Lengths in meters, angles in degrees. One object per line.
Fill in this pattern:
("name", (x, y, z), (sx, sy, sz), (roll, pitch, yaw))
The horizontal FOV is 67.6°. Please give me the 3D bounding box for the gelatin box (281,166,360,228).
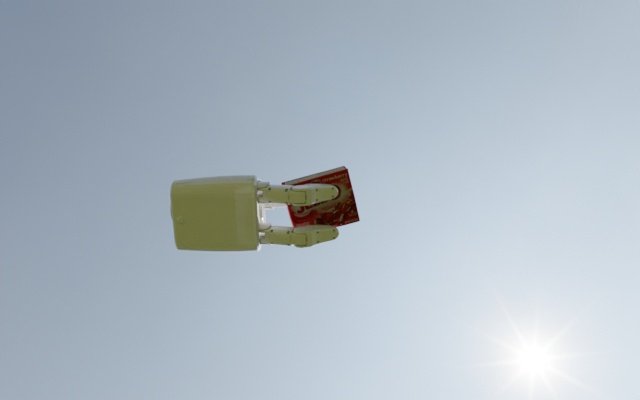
("gelatin box", (0.000, 0.002, 0.625), (0.089, 0.073, 0.030), (-15, 16, -3))
